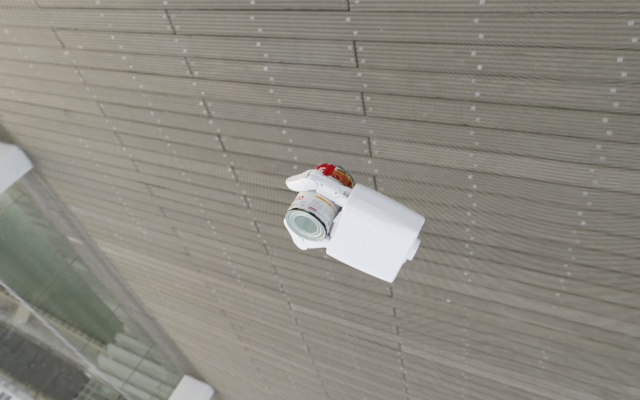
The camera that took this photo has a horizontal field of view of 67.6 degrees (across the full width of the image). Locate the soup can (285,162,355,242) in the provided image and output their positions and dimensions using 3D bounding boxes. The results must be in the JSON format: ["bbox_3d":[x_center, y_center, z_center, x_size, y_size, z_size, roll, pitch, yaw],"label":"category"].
[{"bbox_3d":[0.000,0.002,0.702,0.068,0.068,0.102,0,43,36],"label":"soup can"}]
